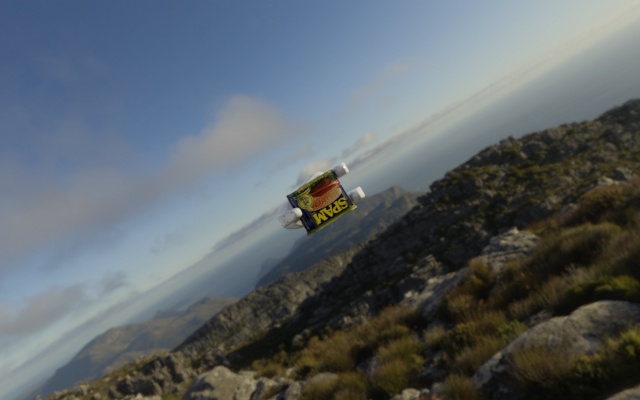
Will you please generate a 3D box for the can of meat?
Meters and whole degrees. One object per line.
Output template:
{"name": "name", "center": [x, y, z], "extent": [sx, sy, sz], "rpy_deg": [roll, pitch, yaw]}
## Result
{"name": "can of meat", "center": [0.000, 0.003, 0.868], "extent": [0.102, 0.084, 0.057], "rpy_deg": [-31, 1, -16]}
